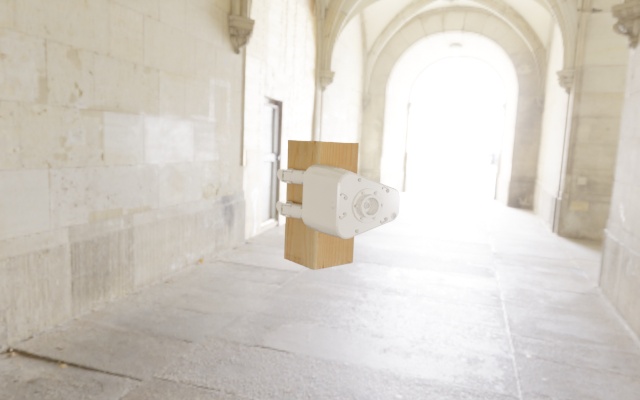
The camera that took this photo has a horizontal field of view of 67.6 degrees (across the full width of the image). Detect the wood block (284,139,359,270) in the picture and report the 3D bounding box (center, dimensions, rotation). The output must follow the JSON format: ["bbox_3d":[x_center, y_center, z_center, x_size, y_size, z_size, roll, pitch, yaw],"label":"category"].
[{"bbox_3d":[0.001,0.003,0.812,0.091,0.206,0.090,-3,9,-39],"label":"wood block"}]
